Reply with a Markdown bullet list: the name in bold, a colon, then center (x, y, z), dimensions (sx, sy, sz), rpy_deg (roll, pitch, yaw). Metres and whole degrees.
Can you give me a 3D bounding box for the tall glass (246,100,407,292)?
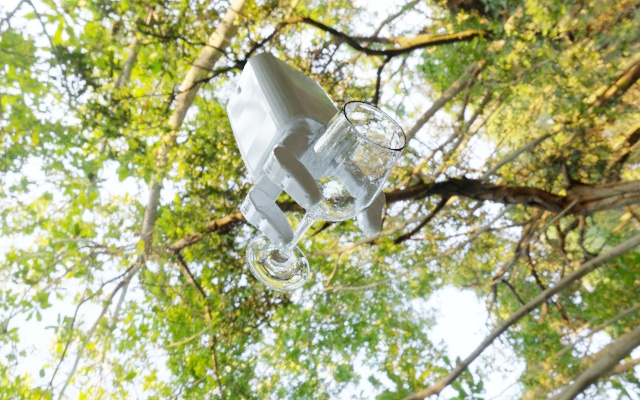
- **tall glass**: center (0.000, 0.002, 0.457), dimensions (0.079, 0.079, 0.201), rpy_deg (0, -40, -38)
